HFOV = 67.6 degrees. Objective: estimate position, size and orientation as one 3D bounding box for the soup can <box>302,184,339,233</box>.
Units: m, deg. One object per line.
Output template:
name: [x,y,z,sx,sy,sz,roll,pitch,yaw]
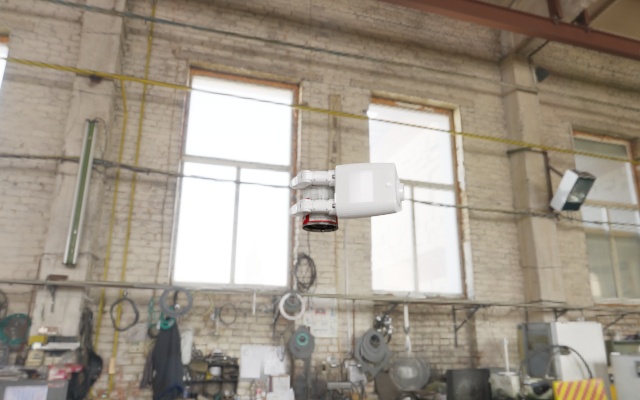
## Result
soup can: [0.000,0.003,0.892,0.068,0.102,0.068,0,-17,0]
